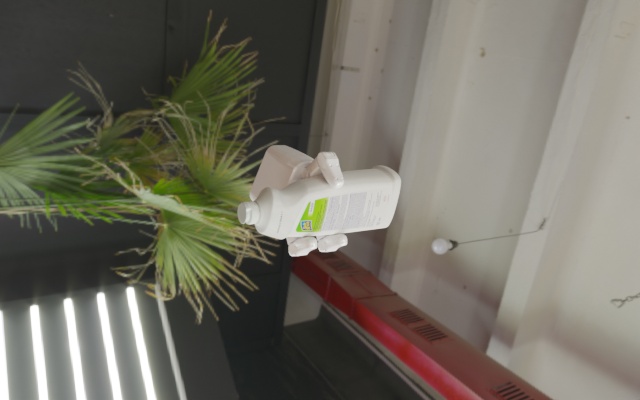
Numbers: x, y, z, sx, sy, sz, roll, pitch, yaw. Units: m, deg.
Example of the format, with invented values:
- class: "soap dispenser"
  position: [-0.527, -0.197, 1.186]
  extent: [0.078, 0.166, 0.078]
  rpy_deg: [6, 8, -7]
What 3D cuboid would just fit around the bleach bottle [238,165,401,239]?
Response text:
- class: "bleach bottle"
  position: [0.000, 0.002, 0.707]
  extent: [0.251, 0.103, 0.068]
  rpy_deg: [-4, 25, -33]
